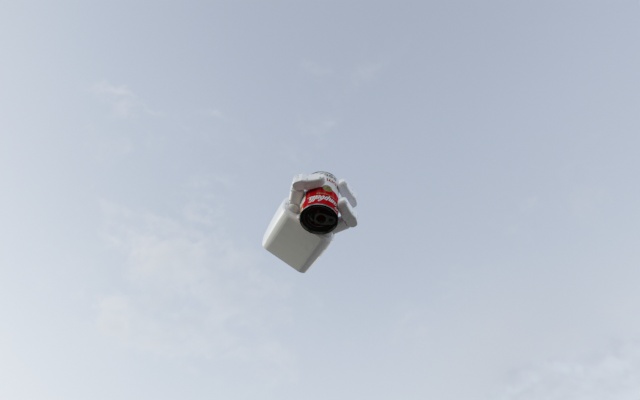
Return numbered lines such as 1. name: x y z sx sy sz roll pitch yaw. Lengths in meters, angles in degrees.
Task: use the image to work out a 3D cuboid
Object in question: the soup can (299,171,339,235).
1. soup can: 0.000 0.002 0.855 0.068 0.069 0.102 0 37 4
